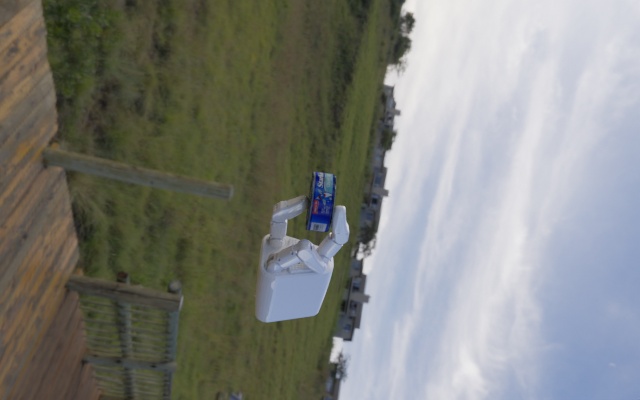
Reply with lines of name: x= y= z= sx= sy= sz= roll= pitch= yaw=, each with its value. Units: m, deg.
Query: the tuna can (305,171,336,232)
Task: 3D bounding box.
tuna can: x=0.001 y=0.002 z=0.690 sx=0.034 sy=0.086 sz=0.086 roll=7 pitch=-1 yaw=-4
